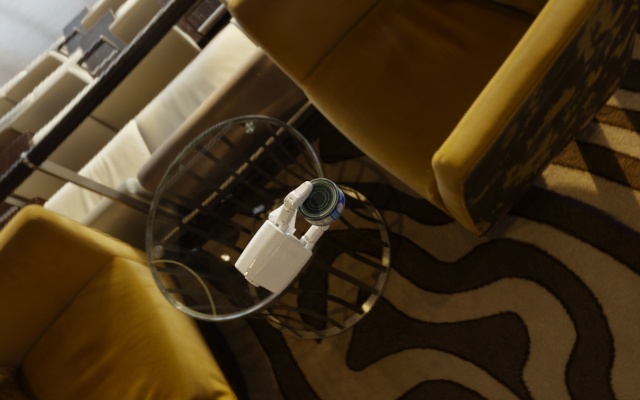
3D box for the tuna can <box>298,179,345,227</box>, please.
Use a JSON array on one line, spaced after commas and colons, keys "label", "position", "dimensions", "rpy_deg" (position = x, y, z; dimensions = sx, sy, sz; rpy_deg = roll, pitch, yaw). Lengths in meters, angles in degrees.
[{"label": "tuna can", "position": [0.000, 0.003, 0.885], "dimensions": [0.086, 0.086, 0.034], "rpy_deg": [0, -24, 25]}]
